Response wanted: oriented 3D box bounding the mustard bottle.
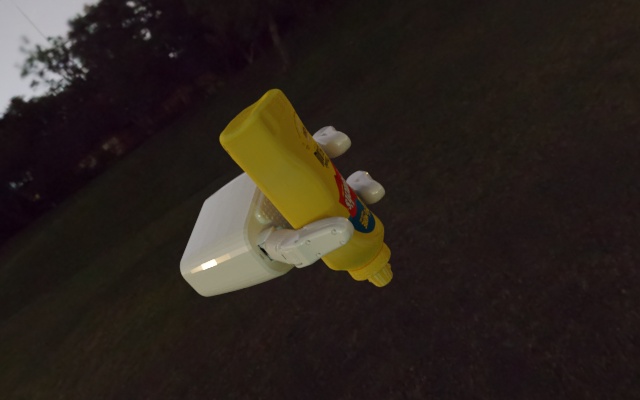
[{"bbox_3d":[0.000,0.001,0.400,0.058,0.192,0.096,-34,18,14],"label":"mustard bottle"}]
